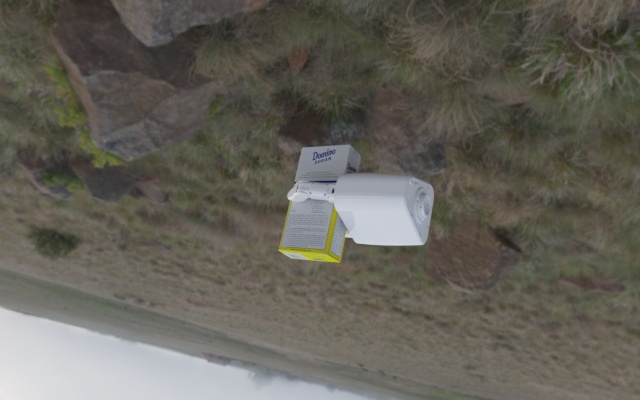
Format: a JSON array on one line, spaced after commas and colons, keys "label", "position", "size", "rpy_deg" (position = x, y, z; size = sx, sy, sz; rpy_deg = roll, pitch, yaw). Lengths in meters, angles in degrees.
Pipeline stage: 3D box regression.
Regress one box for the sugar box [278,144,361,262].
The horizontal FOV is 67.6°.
[{"label": "sugar box", "position": [0.000, 0.003, 0.734], "size": [0.093, 0.176, 0.048], "rpy_deg": [1, -24, 33]}]
